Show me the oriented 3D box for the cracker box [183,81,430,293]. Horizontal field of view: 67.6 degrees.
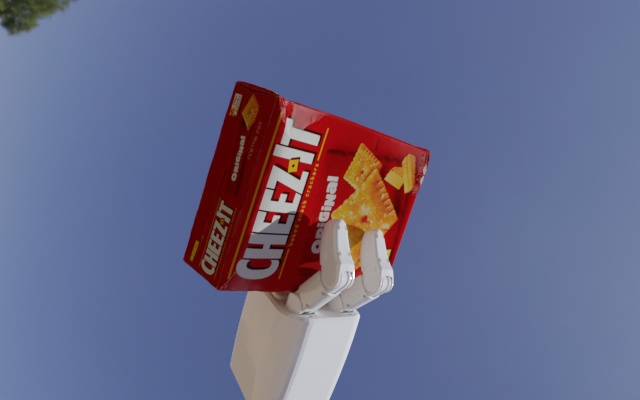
[{"bbox_3d":[0.000,0.001,0.455,0.214,0.164,0.072,11,11,-44],"label":"cracker box"}]
